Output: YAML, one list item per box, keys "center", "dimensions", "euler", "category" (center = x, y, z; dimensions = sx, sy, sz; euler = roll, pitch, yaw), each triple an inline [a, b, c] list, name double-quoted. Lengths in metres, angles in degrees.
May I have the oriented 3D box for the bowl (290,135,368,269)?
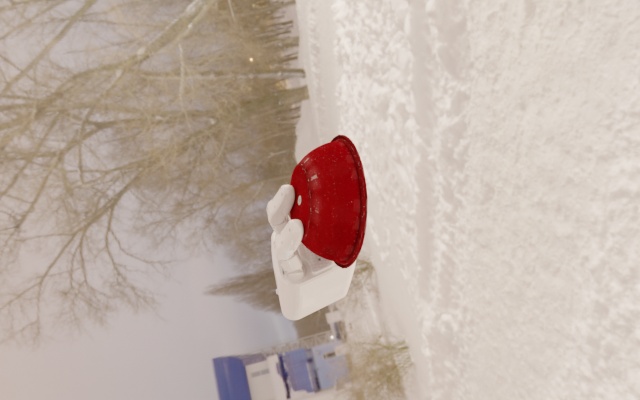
- center: [0.000, 0.001, 0.573]
  dimensions: [0.055, 0.162, 0.162]
  euler: [-1, 0, -18]
  category: "bowl"
